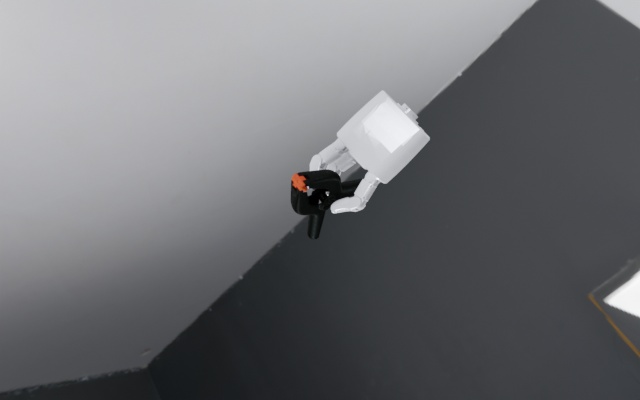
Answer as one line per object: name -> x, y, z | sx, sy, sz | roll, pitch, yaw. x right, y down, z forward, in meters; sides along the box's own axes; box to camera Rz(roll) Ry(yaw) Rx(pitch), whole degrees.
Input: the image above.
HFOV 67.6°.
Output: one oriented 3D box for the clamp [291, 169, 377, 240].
clamp -> 0.000, 0.003, 0.824 | 0.164, 0.036, 0.210 | -45, -27, 15
